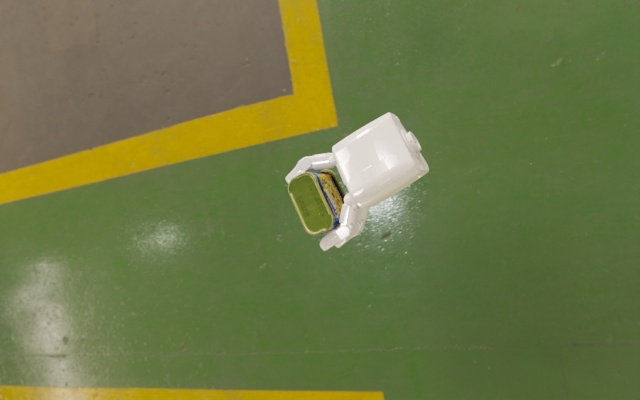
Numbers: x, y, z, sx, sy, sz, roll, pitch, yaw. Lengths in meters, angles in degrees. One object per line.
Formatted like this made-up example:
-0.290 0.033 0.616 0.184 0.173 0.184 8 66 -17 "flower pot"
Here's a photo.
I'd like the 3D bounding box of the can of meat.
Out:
0.000 0.002 0.759 0.057 0.102 0.084 -28 -7 22 "can of meat"
